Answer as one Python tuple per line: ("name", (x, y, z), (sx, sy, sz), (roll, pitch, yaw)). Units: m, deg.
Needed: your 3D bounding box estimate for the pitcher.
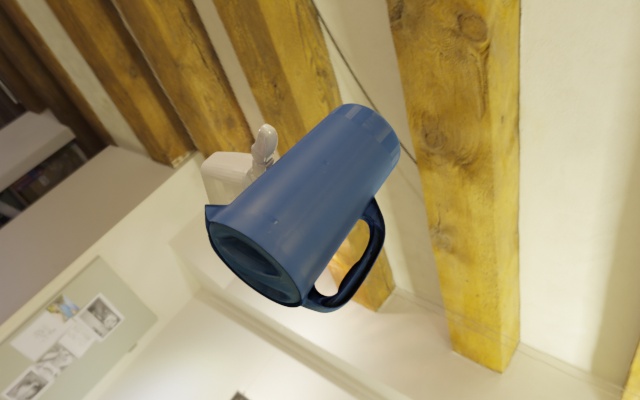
("pitcher", (0.000, 0.002, 0.563), (0.145, 0.149, 0.242), (10, 49, 44))
